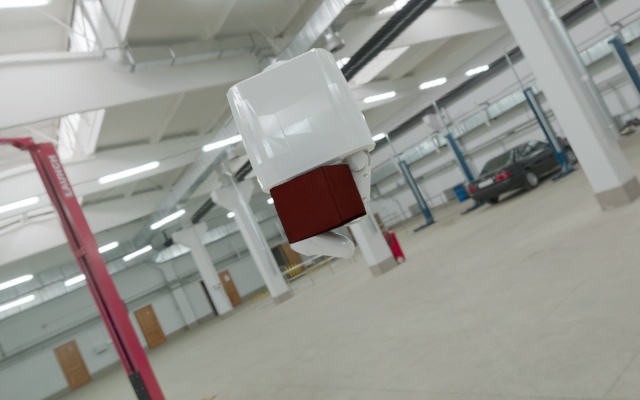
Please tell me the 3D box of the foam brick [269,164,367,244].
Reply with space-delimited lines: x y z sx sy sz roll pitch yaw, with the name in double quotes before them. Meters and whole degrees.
"foam brick" 0.000 0.001 0.421 0.053 0.051 0.078 -21 -2 20
